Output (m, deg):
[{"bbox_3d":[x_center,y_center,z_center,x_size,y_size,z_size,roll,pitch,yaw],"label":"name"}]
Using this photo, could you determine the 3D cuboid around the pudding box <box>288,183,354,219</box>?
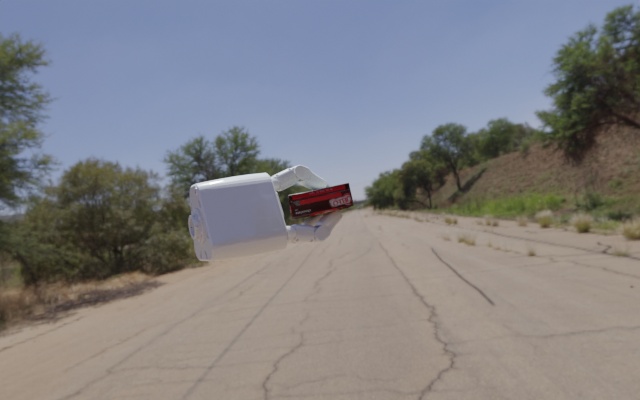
[{"bbox_3d":[0.000,0.002,0.721,0.090,0.039,0.113,-11,0,-1],"label":"pudding box"}]
